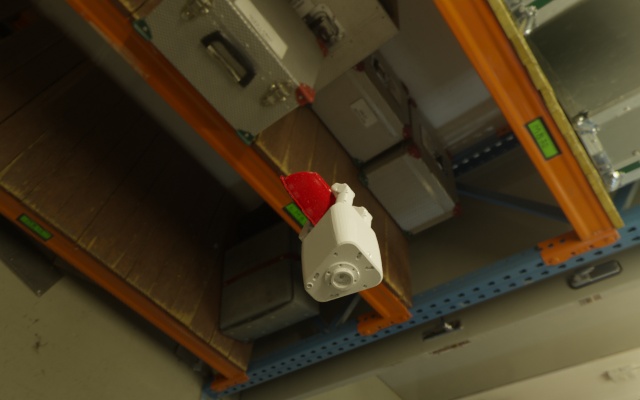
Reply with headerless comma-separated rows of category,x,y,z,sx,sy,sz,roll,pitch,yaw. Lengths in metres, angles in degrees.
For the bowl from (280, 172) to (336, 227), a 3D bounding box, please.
bowl,0.000,0.002,0.847,0.055,0.162,0.162,-40,-4,4
